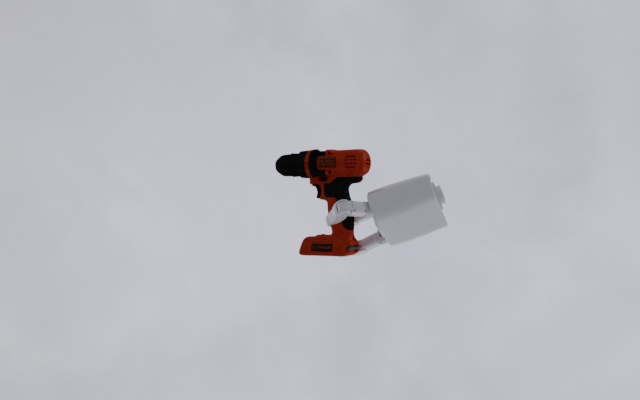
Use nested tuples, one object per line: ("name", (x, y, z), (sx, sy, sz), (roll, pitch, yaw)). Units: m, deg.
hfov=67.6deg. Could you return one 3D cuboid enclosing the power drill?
("power drill", (0.000, 0.003, 0.842), (0.184, 0.187, 0.057), (0, 1, 30))
